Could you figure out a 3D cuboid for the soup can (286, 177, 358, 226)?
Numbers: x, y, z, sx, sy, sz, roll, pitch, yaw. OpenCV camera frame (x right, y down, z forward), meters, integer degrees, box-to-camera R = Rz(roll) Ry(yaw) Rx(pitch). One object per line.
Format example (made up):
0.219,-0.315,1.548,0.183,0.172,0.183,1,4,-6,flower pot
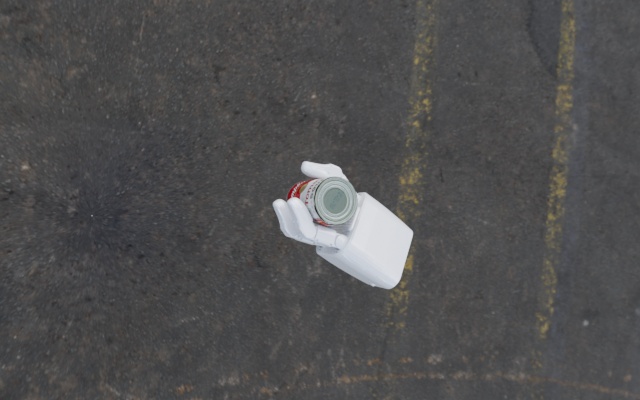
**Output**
0.000,0.002,0.684,0.068,0.068,0.102,0,-2,-26,soup can
